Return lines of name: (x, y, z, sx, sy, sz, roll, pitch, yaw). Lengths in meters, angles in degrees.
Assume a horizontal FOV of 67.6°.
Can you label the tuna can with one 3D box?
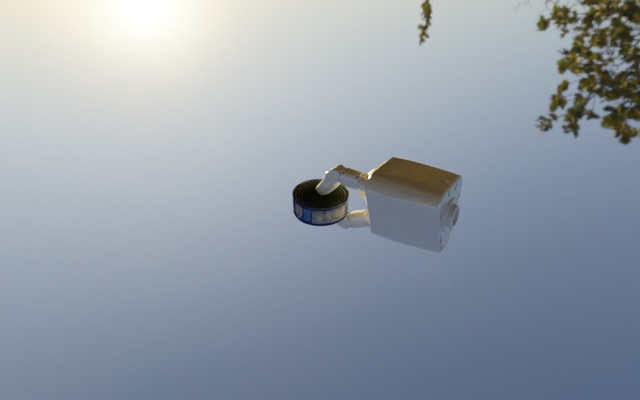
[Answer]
tuna can: (0.000, 0.003, 0.727, 0.086, 0.034, 0.086, 0, 33, 0)
